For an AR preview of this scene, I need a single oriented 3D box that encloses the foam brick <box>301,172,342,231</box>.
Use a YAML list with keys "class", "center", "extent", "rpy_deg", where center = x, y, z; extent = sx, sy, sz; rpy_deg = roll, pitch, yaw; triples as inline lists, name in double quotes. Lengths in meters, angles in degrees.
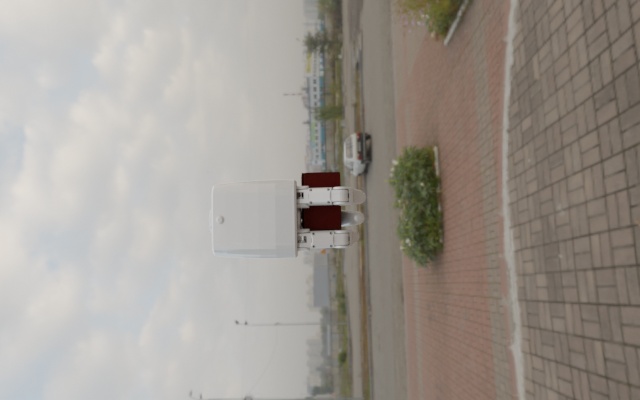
- class: "foam brick"
  center: [0.000, 0.002, 0.638]
  extent: [0.051, 0.078, 0.053]
  rpy_deg: [-1, -3, -2]
